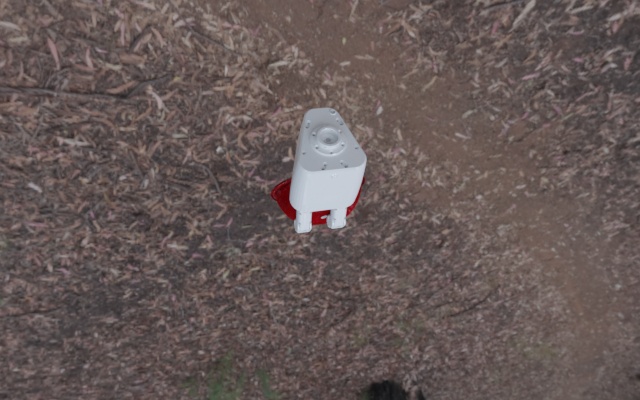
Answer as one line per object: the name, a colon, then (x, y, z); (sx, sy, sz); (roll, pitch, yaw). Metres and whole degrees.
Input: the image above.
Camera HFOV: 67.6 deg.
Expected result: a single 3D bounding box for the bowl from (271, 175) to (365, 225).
bowl: (0.000, 0.003, 0.799); (0.162, 0.055, 0.162); (-9, -17, -3)
